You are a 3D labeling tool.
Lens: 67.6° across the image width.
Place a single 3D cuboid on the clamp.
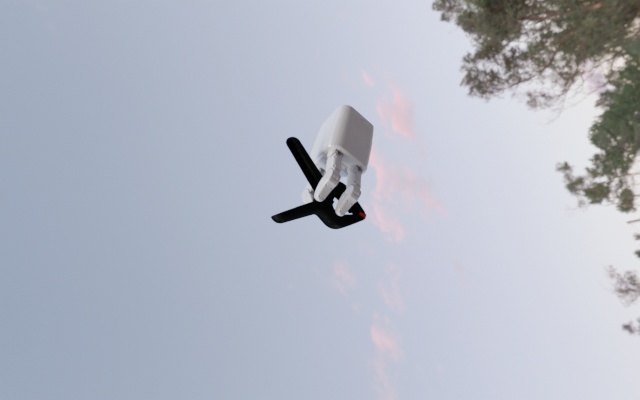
[{"bbox_3d":[0.000,0.003,0.865,0.210,0.164,0.036,35,-34,-31],"label":"clamp"}]
